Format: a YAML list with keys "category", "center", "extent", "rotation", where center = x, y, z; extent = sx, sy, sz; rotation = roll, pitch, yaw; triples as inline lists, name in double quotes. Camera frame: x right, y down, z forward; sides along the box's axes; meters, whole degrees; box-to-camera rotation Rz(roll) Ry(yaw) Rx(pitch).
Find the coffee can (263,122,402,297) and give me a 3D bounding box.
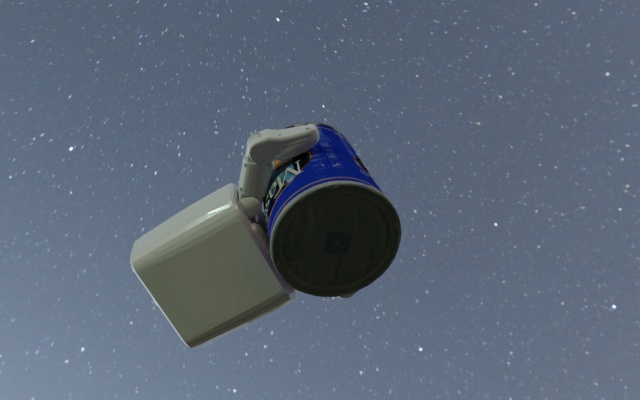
- category: "coffee can"
  center: [0.000, 0.001, 0.424]
  extent: [0.103, 0.103, 0.140]
  rotation: [0, 28, -12]
